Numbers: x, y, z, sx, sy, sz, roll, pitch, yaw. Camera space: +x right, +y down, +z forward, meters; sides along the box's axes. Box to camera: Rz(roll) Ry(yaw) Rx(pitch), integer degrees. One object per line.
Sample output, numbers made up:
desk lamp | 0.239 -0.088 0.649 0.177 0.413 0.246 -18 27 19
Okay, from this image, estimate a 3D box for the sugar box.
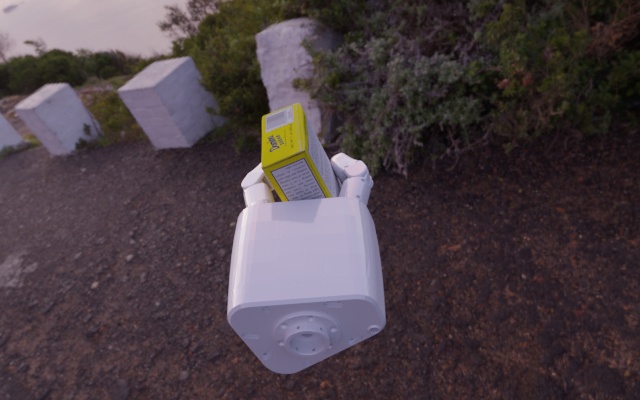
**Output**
sugar box | 0.000 0.002 0.467 0.048 0.176 0.093 -19 37 10
